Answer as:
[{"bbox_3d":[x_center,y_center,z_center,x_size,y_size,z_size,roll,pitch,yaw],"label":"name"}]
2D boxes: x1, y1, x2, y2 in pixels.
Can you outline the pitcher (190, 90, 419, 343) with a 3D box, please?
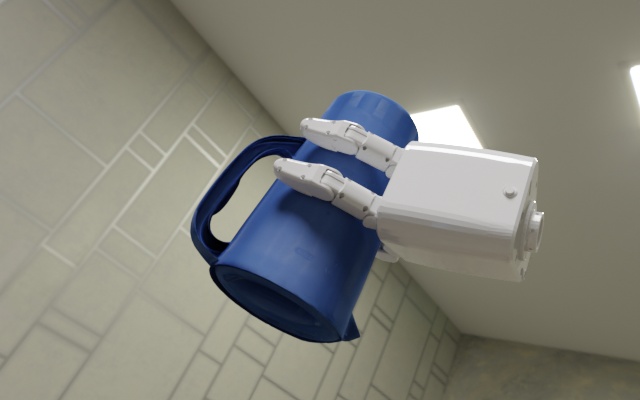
[{"bbox_3d":[0.000,0.002,0.471,0.145,0.242,0.149,11,-33,31],"label":"pitcher"}]
